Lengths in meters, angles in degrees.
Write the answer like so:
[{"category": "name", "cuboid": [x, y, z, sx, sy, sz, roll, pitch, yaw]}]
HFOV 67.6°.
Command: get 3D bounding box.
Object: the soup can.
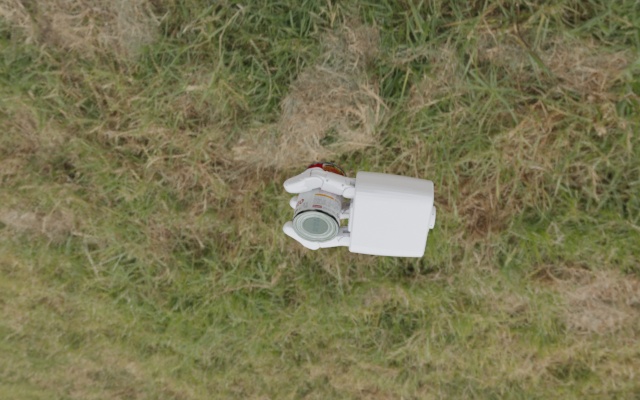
[{"category": "soup can", "cuboid": [0.000, 0.002, 0.687, 0.068, 0.069, 0.102, 6, 45, 5]}]
